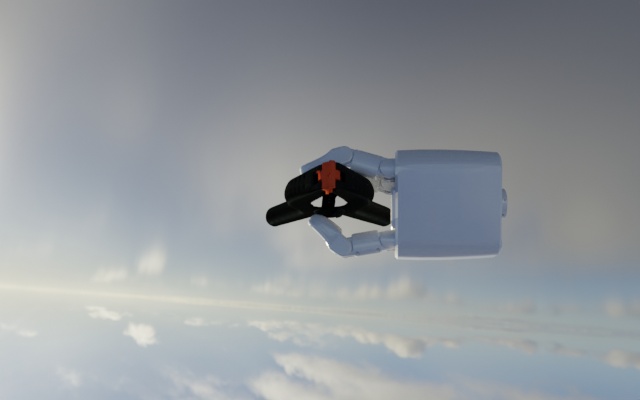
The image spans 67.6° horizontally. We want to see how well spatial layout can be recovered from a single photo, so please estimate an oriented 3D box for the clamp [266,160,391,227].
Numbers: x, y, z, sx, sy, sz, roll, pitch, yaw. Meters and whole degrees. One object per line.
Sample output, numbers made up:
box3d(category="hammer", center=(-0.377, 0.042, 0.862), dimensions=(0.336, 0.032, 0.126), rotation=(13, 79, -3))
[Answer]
box3d(category="clamp", center=(0.000, 0.002, 0.540), dimensions=(0.164, 0.036, 0.210), rotation=(-3, -14, 7))
